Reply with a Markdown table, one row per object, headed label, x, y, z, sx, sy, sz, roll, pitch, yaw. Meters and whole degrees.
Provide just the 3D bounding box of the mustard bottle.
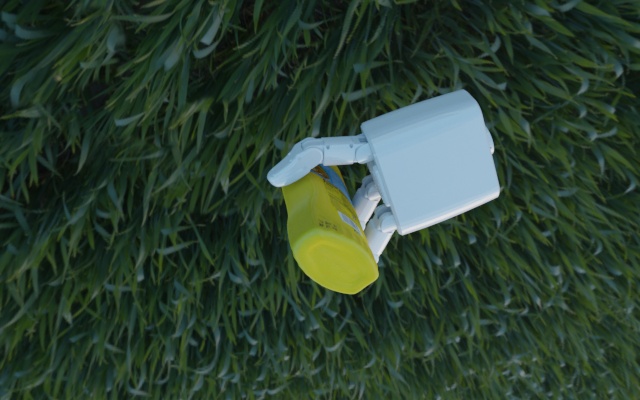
| label | x | y | z | sx | sy | sz | roll | pitch | yaw |
| --- | --- | --- | --- | --- | --- | --- | --- | --- | --- |
| mustard bottle | 0.000 | 0.002 | 0.498 | 0.096 | 0.058 | 0.191 | 38 | 21 | -32 |
